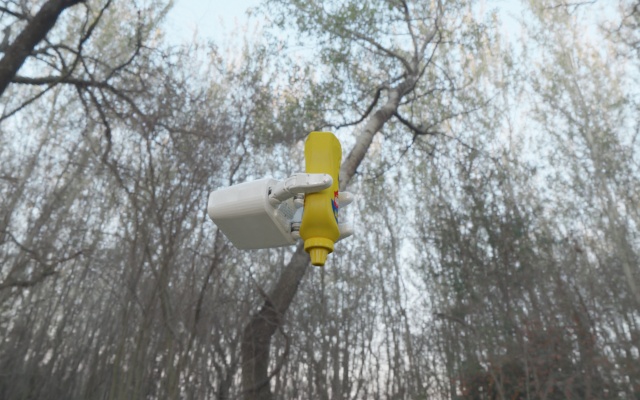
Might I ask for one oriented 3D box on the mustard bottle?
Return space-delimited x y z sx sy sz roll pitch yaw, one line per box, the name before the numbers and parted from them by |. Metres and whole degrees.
mustard bottle | 0.000 0.002 0.694 0.058 0.191 0.096 2 -26 3
